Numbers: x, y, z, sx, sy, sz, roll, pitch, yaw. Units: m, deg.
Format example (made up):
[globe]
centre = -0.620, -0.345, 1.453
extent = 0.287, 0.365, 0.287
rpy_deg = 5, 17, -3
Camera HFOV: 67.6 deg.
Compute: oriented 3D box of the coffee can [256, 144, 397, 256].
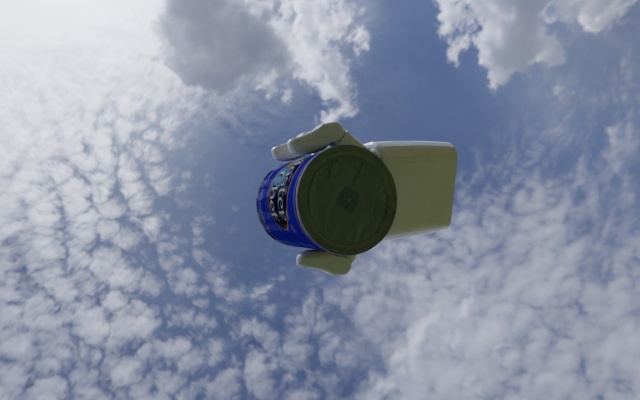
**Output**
[coffee can]
centre = 0.000, 0.002, 0.503
extent = 0.103, 0.103, 0.140
rpy_deg = 0, -2, -23
